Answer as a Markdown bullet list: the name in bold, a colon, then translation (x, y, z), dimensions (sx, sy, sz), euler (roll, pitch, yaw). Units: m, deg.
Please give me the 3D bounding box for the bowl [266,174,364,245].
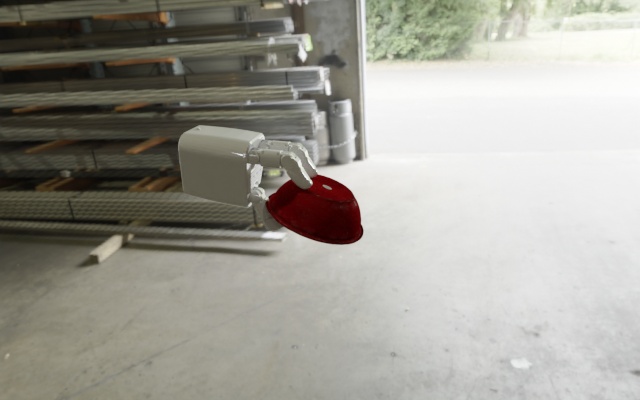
- **bowl**: translation (0.002, 0.002, 0.740), dimensions (0.162, 0.055, 0.162), euler (17, 23, -8)
